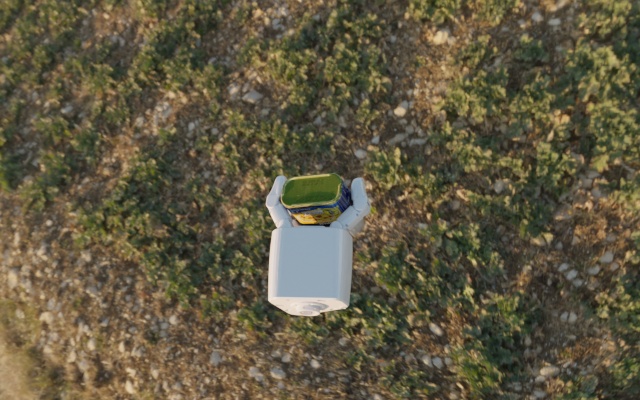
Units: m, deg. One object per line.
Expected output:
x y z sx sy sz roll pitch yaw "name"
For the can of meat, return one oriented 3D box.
0.000 0.002 0.734 0.102 0.057 0.084 -5 -28 21 "can of meat"
